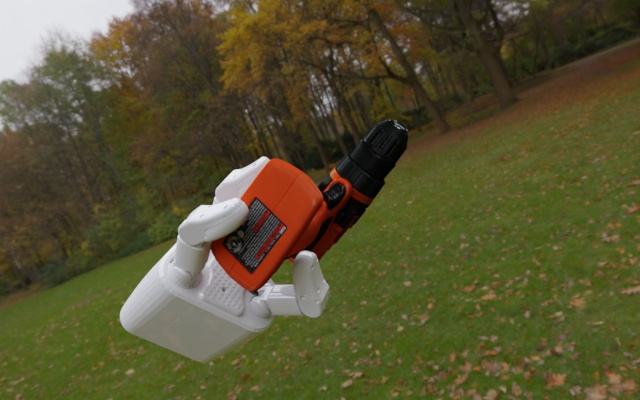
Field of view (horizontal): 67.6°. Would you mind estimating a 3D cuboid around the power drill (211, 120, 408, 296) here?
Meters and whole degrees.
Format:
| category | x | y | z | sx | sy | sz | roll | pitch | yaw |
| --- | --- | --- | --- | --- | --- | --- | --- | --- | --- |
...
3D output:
| category | x | y | z | sx | sy | sz | roll | pitch | yaw |
| --- | --- | --- | --- | --- | --- | --- | --- | --- | --- |
| power drill | 0.000 | 0.002 | 0.430 | 0.057 | 0.184 | 0.187 | 41 | 19 | 16 |
